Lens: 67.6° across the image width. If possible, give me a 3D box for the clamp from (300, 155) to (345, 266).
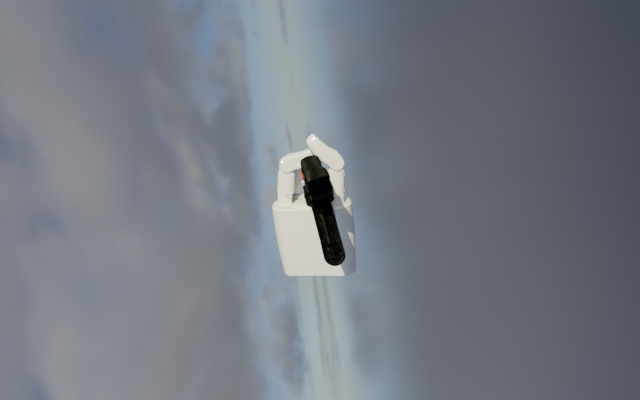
[{"bbox_3d":[-0.001,0.002,0.586,0.039,0.120,0.171,-7,16,-2],"label":"clamp"}]
